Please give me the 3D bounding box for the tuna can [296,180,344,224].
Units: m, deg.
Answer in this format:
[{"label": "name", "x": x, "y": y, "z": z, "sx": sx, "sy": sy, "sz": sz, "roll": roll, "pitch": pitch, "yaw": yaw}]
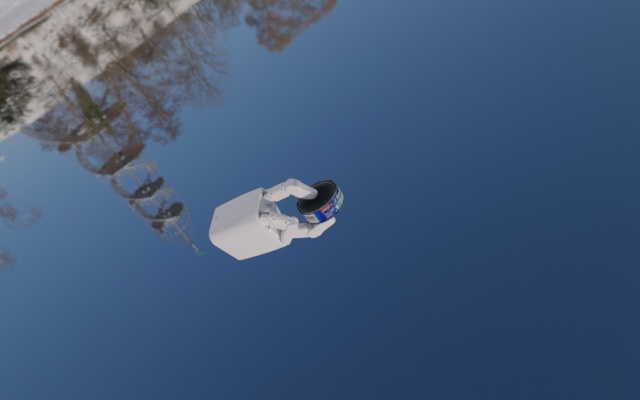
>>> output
[{"label": "tuna can", "x": 0.000, "y": 0.003, "z": 0.880, "sx": 0.086, "sy": 0.086, "sz": 0.034, "roll": 0, "pitch": -44, "yaw": 44}]
